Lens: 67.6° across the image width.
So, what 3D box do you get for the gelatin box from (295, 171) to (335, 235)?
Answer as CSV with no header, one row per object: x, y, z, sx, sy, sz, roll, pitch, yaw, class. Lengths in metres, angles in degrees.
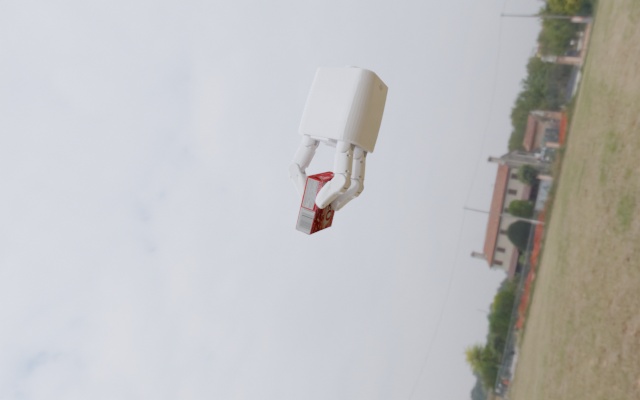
0.000,0.003,0.732,0.030,0.089,0.073,20,16,23,gelatin box
